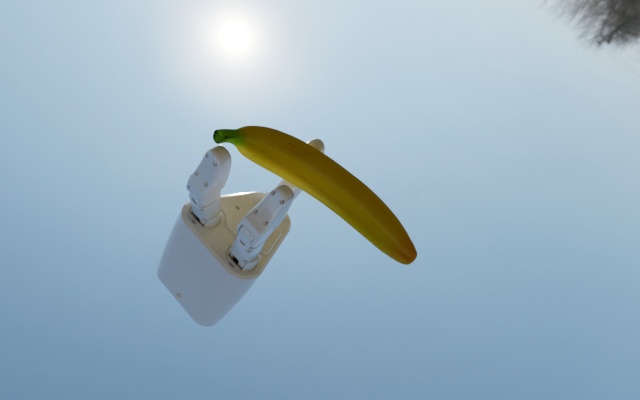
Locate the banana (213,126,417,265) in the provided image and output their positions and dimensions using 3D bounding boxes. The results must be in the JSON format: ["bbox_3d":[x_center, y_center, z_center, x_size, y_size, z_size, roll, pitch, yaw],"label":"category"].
[{"bbox_3d":[0.001,-0.011,0.416,0.198,0.037,0.069,31,36,-10],"label":"banana"}]
